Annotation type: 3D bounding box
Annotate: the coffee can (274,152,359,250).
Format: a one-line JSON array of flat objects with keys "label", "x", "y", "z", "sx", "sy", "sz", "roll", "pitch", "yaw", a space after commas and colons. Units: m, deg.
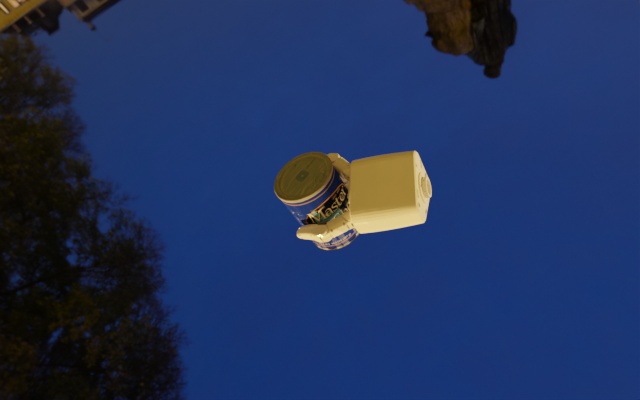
[{"label": "coffee can", "x": 0.000, "y": 0.003, "z": 0.801, "sx": 0.103, "sy": 0.102, "sz": 0.140, "roll": 0, "pitch": -38, "yaw": 32}]
